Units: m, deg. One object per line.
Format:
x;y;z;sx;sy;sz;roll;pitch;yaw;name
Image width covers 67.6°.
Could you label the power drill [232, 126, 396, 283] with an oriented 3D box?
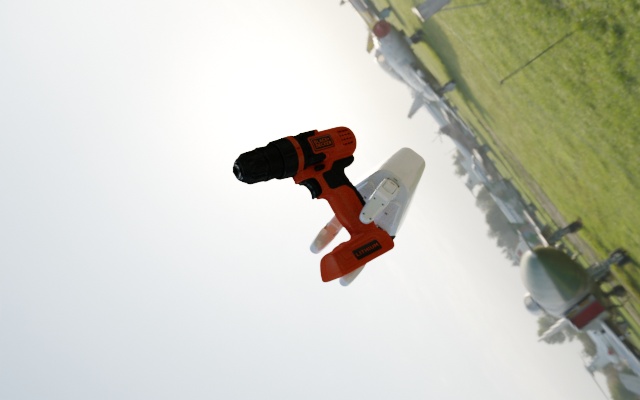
0.000;0.002;0.596;0.184;0.187;0.057;-21;-6;-35;power drill
